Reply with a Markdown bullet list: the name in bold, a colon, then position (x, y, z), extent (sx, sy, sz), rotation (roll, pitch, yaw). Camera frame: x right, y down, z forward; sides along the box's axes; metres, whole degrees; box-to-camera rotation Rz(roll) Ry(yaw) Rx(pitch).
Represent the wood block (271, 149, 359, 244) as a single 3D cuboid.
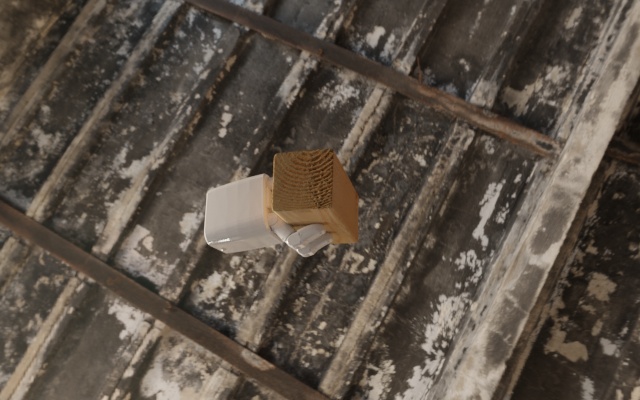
- **wood block**: position (0.000, 0.002, 0.762), extent (0.090, 0.090, 0.206), rotation (-4, -18, 13)
